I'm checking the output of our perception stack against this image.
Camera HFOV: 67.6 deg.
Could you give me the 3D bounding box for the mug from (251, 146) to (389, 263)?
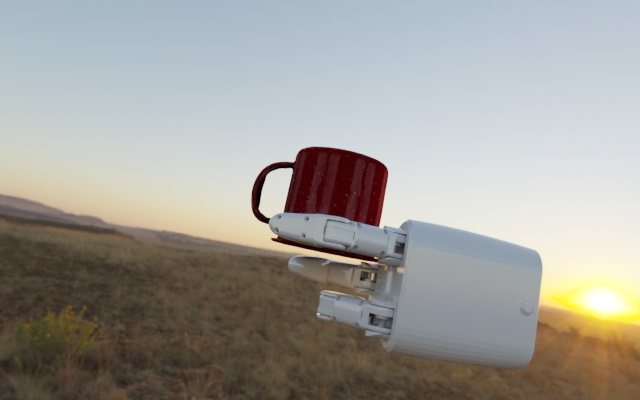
[{"bbox_3d":[-0.001,0.001,0.405,0.117,0.081,0.093,12,-7,-4],"label":"mug"}]
